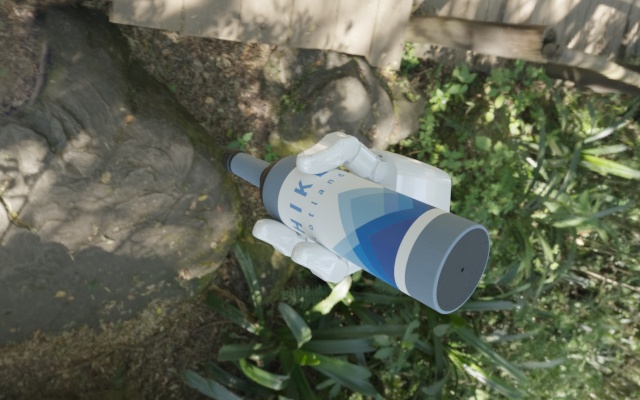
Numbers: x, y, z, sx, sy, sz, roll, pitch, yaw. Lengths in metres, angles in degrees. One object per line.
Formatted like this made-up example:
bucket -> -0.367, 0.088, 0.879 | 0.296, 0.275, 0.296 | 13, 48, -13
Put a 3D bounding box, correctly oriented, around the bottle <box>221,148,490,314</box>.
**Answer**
bottle -> 0.000, 0.001, 0.425 | 0.069, 0.069, 0.295 | 0, 18, -44
